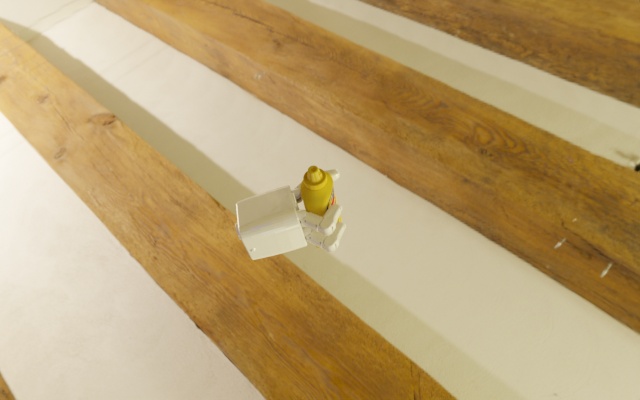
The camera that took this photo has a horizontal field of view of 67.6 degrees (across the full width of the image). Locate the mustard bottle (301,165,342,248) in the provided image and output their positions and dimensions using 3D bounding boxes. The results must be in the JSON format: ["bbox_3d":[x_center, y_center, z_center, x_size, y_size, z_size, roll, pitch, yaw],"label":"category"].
[{"bbox_3d":[0.001,0.003,0.878,0.058,0.096,0.192,3,-35,13],"label":"mustard bottle"}]
